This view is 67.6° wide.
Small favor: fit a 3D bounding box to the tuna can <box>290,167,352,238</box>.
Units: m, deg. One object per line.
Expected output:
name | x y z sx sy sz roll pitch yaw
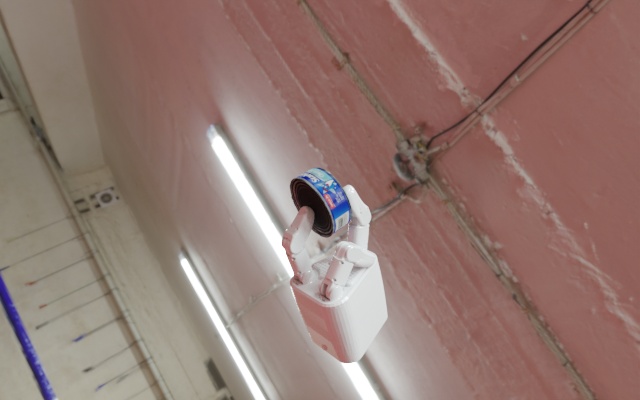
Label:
tuna can | 0.001 0.002 0.603 0.033 0.086 0.086 -33 15 -24
